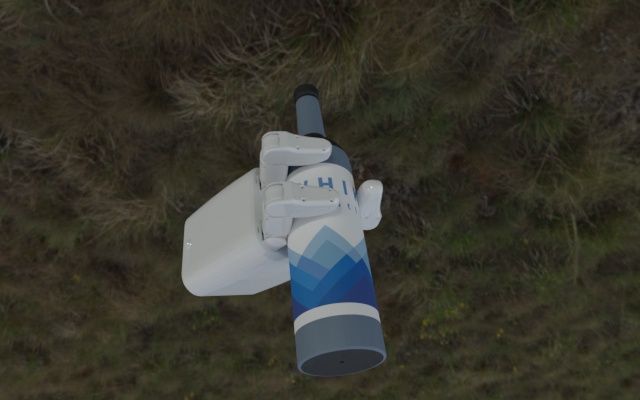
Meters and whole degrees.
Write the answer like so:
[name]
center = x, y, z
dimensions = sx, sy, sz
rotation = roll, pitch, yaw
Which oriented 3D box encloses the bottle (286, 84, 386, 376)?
[bottle]
center = 0.000, 0.002, 0.438
dimensions = 0.069, 0.295, 0.069
rotation = -5, -35, -4
